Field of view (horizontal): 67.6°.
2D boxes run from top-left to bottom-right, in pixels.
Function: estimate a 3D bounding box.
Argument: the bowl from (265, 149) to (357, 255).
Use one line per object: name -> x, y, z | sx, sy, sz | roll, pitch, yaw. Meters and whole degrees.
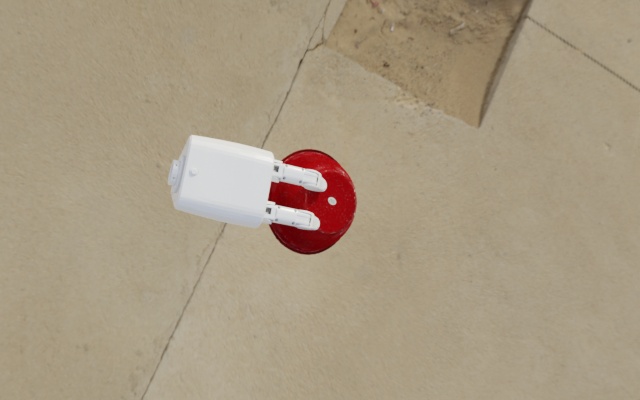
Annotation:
bowl -> 0.001, 0.002, 0.708 | 0.162, 0.162, 0.055 | 0, 0, -36
